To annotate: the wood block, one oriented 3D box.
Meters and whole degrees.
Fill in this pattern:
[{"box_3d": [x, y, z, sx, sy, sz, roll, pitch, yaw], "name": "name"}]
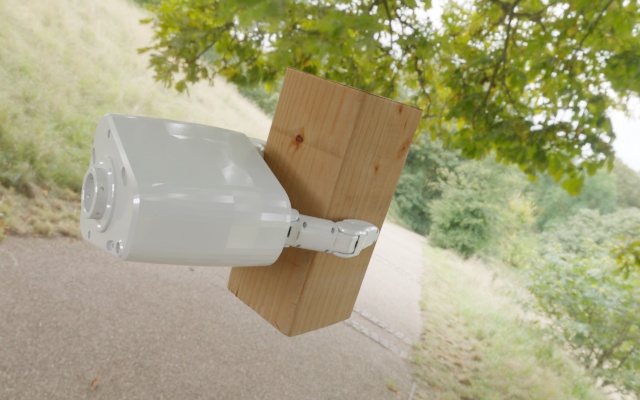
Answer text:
[{"box_3d": [0.000, 0.001, 0.424, 0.090, 0.206, 0.090, 28, 17, 36], "name": "wood block"}]
